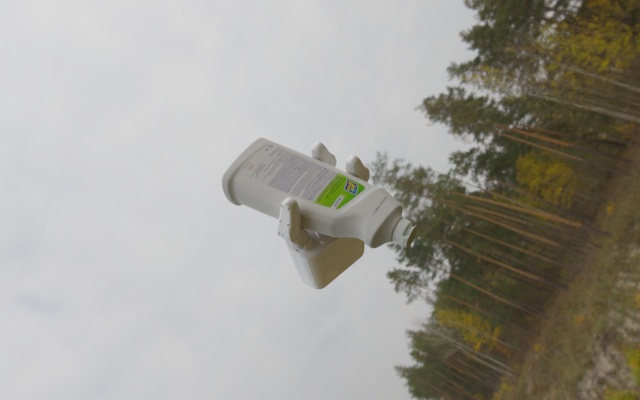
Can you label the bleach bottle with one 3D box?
[{"bbox_3d":[0.000,0.002,0.613,0.251,0.102,0.068,24,-29,24],"label":"bleach bottle"}]
